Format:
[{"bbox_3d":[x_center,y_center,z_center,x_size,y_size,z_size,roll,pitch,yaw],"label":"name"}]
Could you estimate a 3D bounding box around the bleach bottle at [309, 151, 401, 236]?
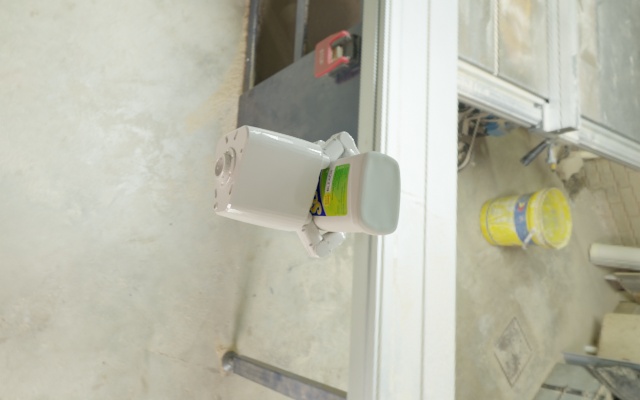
[{"bbox_3d":[0.000,0.002,0.658,0.068,0.102,0.251,13,-13,-34],"label":"bleach bottle"}]
